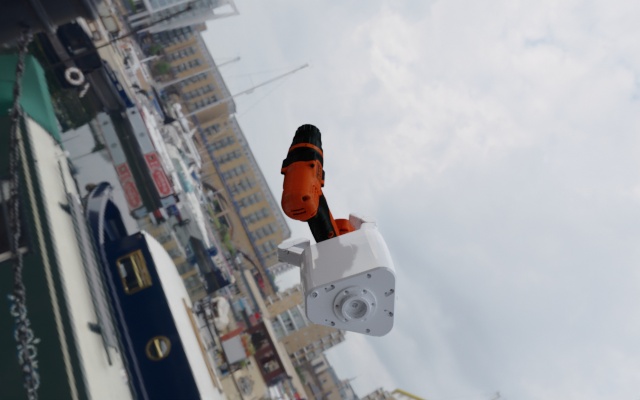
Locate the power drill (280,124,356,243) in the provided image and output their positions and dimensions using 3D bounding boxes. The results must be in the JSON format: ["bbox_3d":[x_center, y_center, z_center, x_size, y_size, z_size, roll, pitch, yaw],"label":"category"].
[{"bbox_3d":[0.000,0.003,0.689,0.057,0.188,0.184,-14,39,18],"label":"power drill"}]
